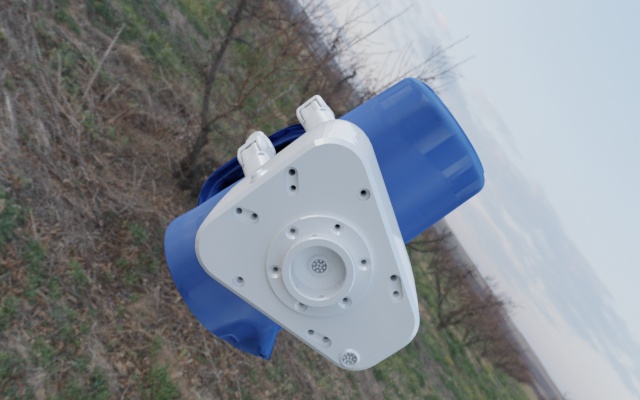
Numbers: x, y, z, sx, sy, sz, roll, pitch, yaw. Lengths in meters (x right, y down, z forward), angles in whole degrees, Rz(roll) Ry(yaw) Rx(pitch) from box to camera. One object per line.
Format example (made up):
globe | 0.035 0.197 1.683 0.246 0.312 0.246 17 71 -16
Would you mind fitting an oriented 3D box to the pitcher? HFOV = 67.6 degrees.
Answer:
pitcher | 0.000 0.001 0.403 0.243 0.149 0.145 -34 8 10
